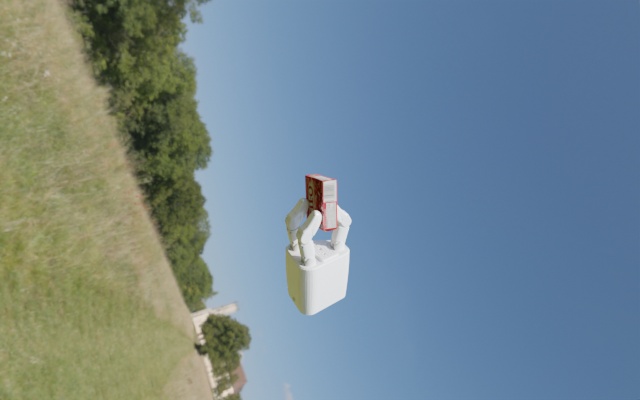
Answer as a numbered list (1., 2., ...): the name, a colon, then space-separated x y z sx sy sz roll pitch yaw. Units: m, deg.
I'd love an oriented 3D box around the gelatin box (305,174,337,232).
1. gelatin box: 0.001 0.002 0.835 0.030 0.089 0.073 -7 14 -25
